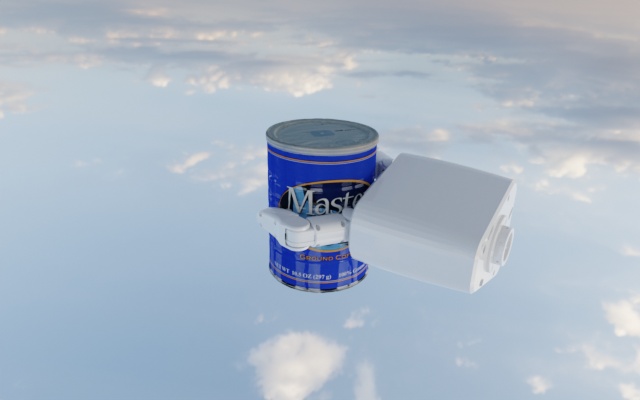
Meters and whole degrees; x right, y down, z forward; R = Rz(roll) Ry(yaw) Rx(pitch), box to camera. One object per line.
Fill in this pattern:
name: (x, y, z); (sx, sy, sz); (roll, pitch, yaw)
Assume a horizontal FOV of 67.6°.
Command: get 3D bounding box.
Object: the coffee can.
coffee can: (0.000, 0.001, 0.460); (0.103, 0.140, 0.102); (1, 23, -1)
